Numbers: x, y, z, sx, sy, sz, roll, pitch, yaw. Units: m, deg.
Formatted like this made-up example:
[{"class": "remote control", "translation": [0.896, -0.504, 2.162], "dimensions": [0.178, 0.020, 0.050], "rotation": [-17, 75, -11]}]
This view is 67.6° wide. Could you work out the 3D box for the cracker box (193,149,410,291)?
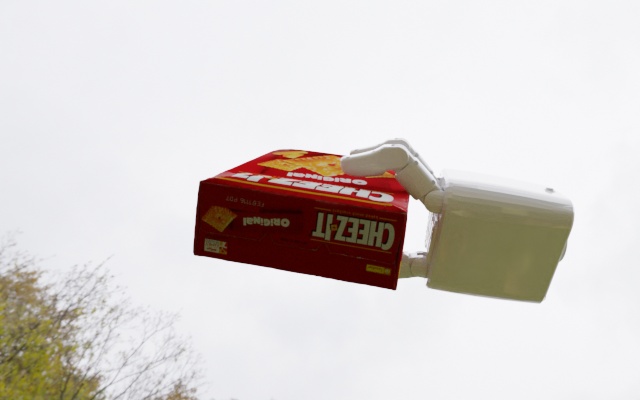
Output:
[{"class": "cracker box", "translation": [0.000, 0.002, 0.459], "dimensions": [0.164, 0.072, 0.213], "rotation": [8, 13, 9]}]
